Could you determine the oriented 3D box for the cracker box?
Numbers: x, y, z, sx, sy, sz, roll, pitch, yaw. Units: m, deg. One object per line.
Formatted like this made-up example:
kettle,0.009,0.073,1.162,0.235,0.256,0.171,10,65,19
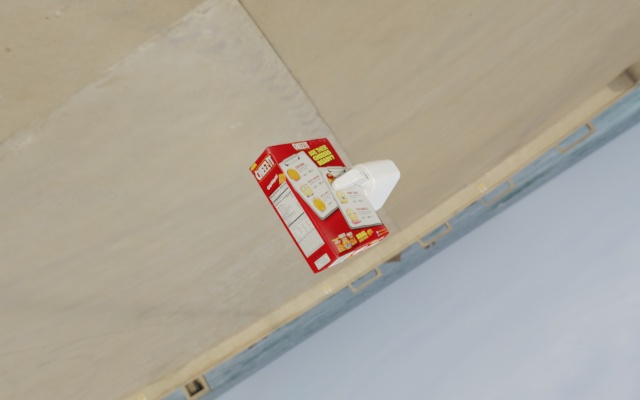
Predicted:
cracker box,0.000,0.003,0.818,0.164,0.213,0.072,-17,-20,-51
